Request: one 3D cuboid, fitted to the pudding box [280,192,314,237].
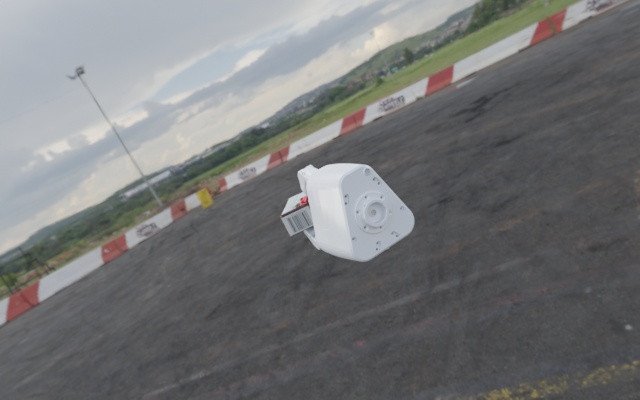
[{"bbox_3d":[0.000,0.002,0.720,0.113,0.039,0.090,-24,13,11],"label":"pudding box"}]
